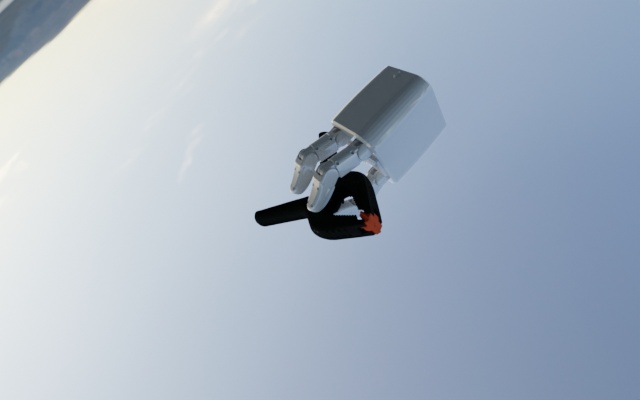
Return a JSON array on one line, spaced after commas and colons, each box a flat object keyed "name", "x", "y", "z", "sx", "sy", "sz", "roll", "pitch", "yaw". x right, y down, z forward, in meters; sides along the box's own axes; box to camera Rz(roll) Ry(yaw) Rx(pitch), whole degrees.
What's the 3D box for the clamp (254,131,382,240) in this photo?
[{"name": "clamp", "x": 0.001, "y": 0.002, "z": 0.613, "sx": 0.036, "sy": 0.164, "sz": 0.210, "roll": 41, "pitch": 1, "yaw": -36}]
